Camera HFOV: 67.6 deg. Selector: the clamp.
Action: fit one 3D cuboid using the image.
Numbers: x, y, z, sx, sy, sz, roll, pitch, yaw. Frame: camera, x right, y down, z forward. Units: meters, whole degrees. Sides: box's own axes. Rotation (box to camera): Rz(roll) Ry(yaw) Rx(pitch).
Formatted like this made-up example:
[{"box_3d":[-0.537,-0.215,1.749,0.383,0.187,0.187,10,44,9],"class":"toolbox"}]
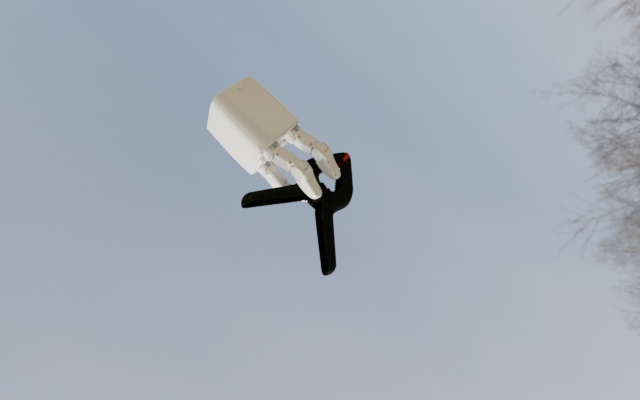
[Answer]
[{"box_3d":[0.000,0.002,0.725,0.210,0.164,0.036,-46,3,-41],"class":"clamp"}]
